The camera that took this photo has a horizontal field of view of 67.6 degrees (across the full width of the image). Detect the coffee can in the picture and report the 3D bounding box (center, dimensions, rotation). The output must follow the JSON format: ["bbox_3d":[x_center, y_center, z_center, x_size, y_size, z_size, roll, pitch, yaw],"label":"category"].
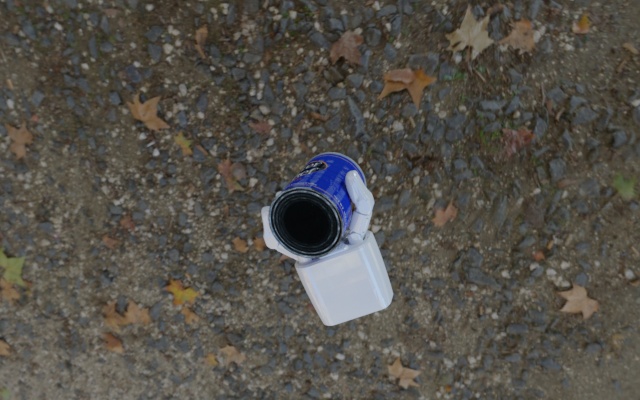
[{"bbox_3d":[0.000,0.002,0.672,0.103,0.103,0.140,0,24,18],"label":"coffee can"}]
